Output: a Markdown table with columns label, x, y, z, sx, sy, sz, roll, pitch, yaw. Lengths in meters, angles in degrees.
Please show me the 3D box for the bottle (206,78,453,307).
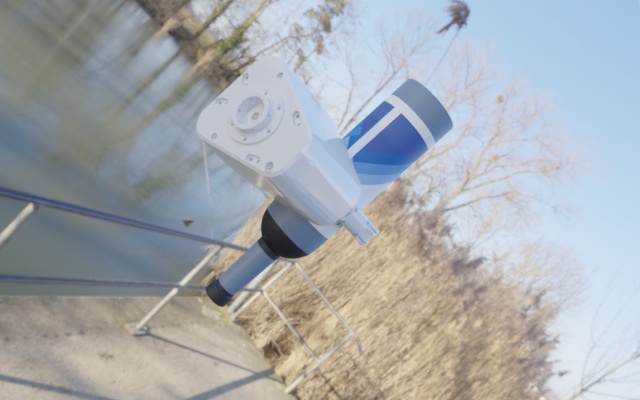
| label | x | y | z | sx | sy | sz | roll | pitch | yaw |
| --- | --- | --- | --- | --- | --- | --- | --- | --- | --- |
| bottle | 0.000 | 0.001 | 0.484 | 0.296 | 0.069 | 0.069 | -42 | -3 | 3 |
